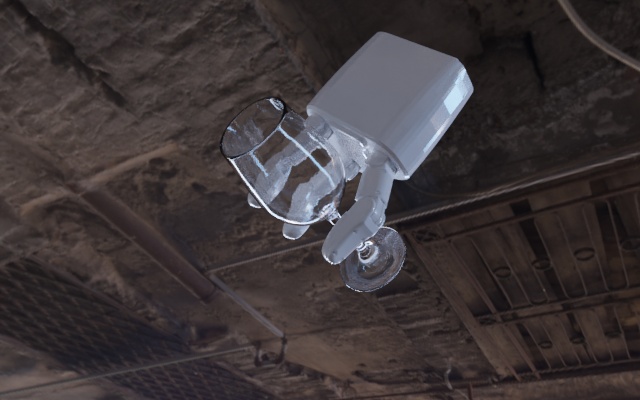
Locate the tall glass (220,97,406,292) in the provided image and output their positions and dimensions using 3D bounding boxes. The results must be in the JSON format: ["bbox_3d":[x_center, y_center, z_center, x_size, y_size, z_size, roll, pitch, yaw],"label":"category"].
[{"bbox_3d":[0.000,0.002,0.420,0.079,0.079,0.201,0,-35,40],"label":"tall glass"}]
